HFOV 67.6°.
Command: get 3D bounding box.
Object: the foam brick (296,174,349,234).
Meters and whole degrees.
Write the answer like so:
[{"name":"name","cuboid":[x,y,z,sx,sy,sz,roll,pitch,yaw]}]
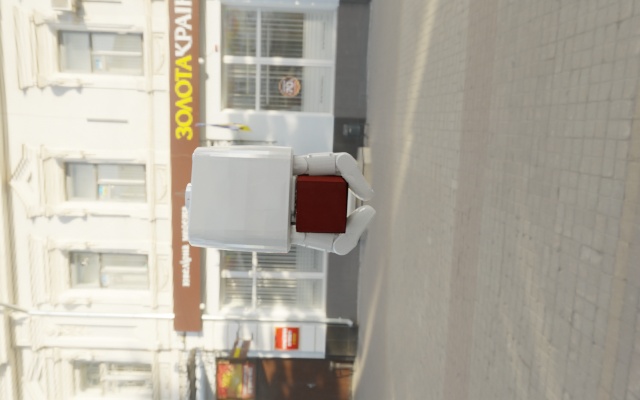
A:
[{"name":"foam brick","cuboid":[0.000,0.002,0.501,0.051,0.053,0.078,2,8,-2]}]
